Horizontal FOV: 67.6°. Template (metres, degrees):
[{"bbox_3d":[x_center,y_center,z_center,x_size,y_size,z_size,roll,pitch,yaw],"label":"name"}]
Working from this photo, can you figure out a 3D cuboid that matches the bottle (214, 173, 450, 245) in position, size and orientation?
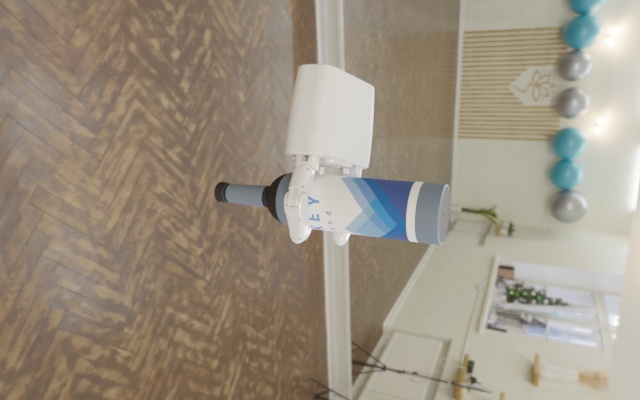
[{"bbox_3d":[0.000,0.002,0.574,0.295,0.069,0.069,6,2,24],"label":"bottle"}]
